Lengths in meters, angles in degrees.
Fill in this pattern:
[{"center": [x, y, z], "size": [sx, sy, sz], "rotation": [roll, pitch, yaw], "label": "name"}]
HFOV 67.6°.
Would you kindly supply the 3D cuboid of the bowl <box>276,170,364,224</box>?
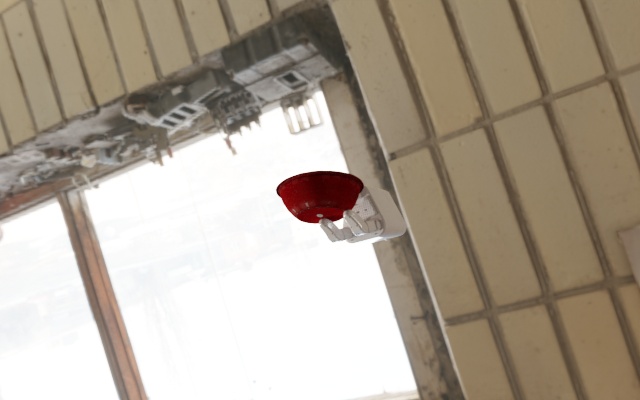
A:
[{"center": [-0.001, 0.003, 0.865], "size": [0.162, 0.055, 0.162], "rotation": [-3, -22, -1], "label": "bowl"}]
